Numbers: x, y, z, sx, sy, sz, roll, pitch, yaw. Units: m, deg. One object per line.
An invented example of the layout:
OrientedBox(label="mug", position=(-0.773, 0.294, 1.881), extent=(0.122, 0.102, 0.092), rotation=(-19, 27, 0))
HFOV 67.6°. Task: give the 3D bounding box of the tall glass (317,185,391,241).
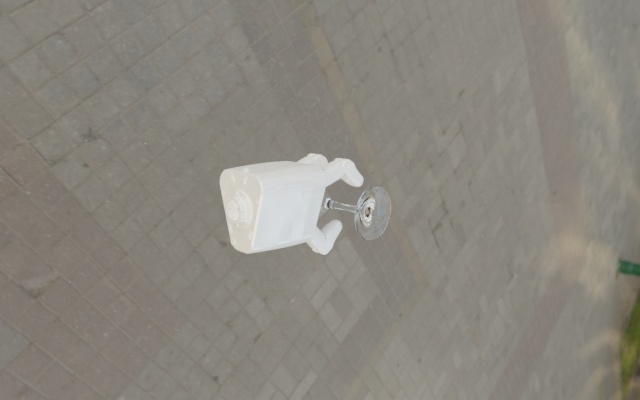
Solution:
OrientedBox(label="tall glass", position=(0.001, 0.002, 0.701), extent=(0.201, 0.079, 0.079), rotation=(12, 8, 44))
